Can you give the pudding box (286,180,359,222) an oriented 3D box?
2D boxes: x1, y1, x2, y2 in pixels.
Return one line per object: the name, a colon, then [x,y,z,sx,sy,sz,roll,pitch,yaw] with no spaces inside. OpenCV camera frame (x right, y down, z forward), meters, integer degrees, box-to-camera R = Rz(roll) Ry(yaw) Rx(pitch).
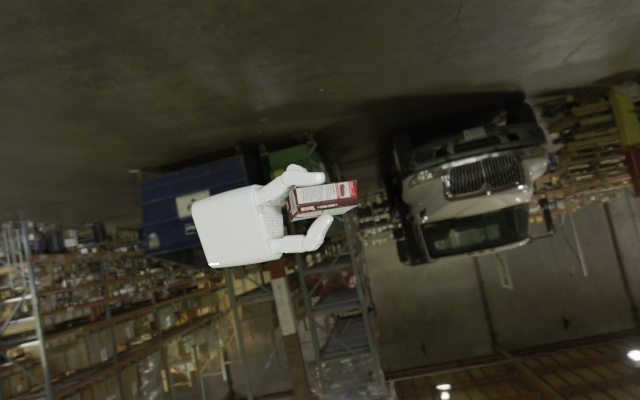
pudding box: [0.000,0.002,0.689,0.090,0.039,0.113,-9,-5,-10]
